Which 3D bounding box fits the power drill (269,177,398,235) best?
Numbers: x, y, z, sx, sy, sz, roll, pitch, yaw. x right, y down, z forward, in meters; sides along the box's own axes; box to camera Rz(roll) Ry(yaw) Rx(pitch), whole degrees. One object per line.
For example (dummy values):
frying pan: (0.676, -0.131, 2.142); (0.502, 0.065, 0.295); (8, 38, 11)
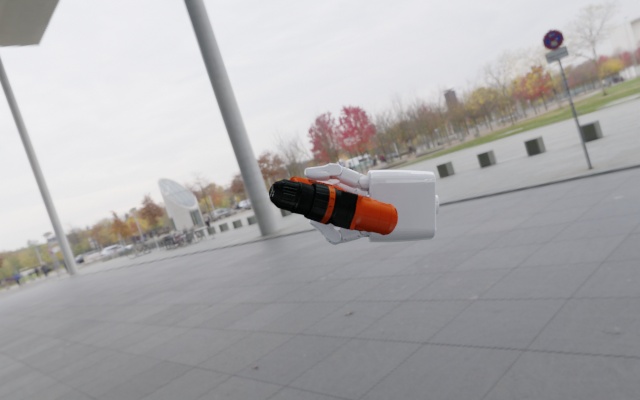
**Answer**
power drill: (0.000, 0.002, 0.712); (0.184, 0.057, 0.187); (16, 3, -17)
